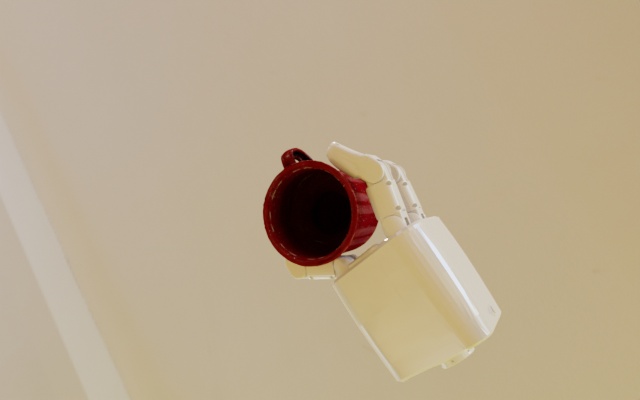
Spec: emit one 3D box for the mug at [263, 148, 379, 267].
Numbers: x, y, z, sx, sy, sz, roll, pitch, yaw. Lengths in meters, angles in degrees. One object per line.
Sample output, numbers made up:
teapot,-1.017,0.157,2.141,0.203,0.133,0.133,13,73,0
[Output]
mug,-0.001,0.000,0.455,0.093,0.117,0.081,-36,-15,21
